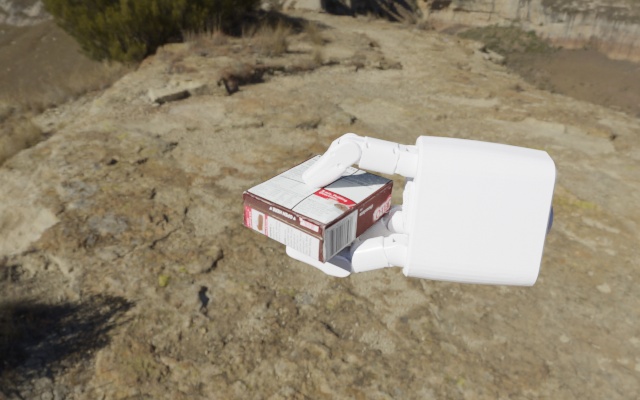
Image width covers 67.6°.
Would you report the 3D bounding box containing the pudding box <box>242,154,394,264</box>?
[{"bbox_3d":[0.000,0.001,0.430,0.090,0.039,0.113,21,32,30],"label":"pudding box"}]
